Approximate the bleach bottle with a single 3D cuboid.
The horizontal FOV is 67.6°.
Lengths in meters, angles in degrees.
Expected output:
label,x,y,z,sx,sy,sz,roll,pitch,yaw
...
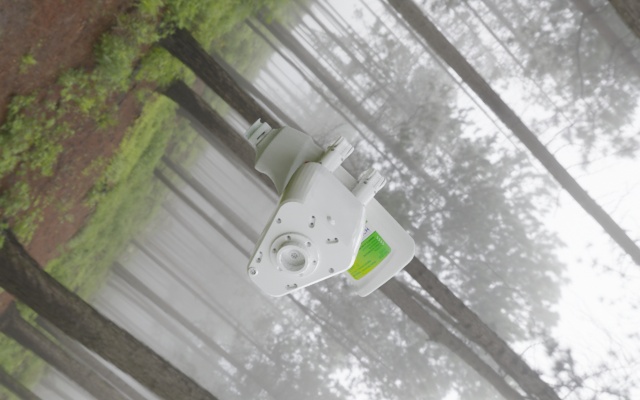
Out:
label,x,y,z,sx,sy,sz,roll,pitch,yaw
bleach bottle,0.000,0.002,0.600,0.102,0.251,0.068,-43,10,22
